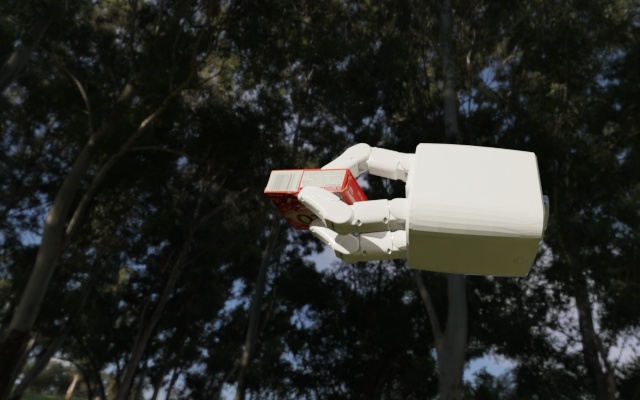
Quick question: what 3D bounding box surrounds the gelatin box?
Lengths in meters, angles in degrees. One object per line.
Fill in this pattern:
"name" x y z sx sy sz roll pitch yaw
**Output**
"gelatin box" 0.000 0.001 0.478 0.089 0.030 0.073 0 -33 28
